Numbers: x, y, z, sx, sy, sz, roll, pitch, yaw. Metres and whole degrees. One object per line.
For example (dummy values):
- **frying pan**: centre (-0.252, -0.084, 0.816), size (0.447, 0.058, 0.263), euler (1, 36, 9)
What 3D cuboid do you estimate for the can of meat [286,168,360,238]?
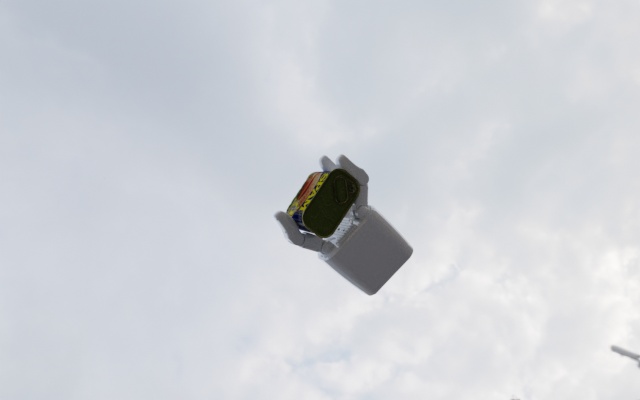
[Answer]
- **can of meat**: centre (0.000, 0.002, 0.720), size (0.057, 0.102, 0.084), euler (38, -13, -20)
